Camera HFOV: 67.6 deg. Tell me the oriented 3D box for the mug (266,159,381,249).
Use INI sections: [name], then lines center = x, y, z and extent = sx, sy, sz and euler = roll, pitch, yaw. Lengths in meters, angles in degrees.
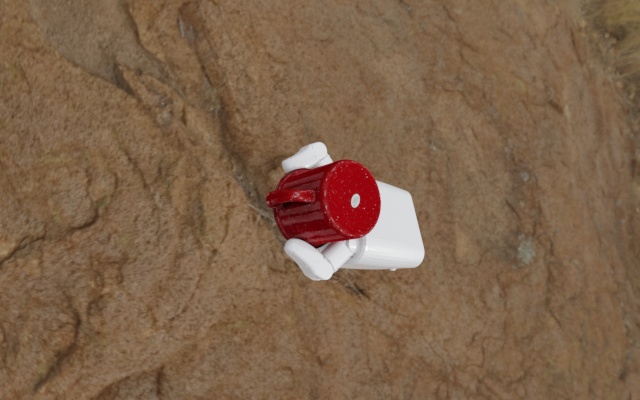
[mug]
center = -0.001, 0.001, 0.498
extent = 0.117, 0.093, 0.081
euler = 10, -15, -37
